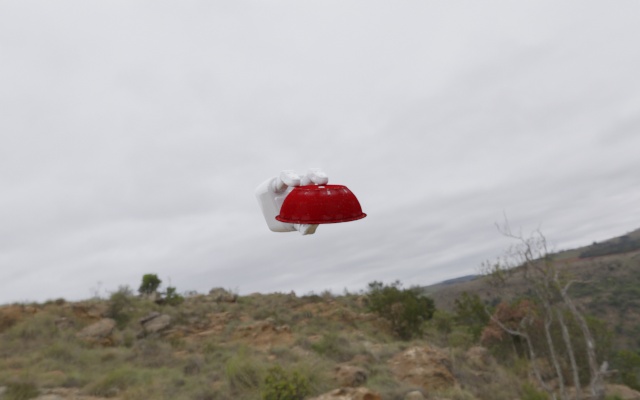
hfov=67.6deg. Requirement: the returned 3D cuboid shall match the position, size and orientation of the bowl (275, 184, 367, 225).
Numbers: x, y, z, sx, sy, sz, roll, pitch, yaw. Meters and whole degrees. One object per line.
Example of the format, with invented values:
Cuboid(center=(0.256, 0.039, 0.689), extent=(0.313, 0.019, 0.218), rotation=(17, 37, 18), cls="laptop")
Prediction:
Cuboid(center=(0.001, 0.002, 0.834), extent=(0.162, 0.055, 0.162), rotation=(-2, 7, 0), cls="bowl")
